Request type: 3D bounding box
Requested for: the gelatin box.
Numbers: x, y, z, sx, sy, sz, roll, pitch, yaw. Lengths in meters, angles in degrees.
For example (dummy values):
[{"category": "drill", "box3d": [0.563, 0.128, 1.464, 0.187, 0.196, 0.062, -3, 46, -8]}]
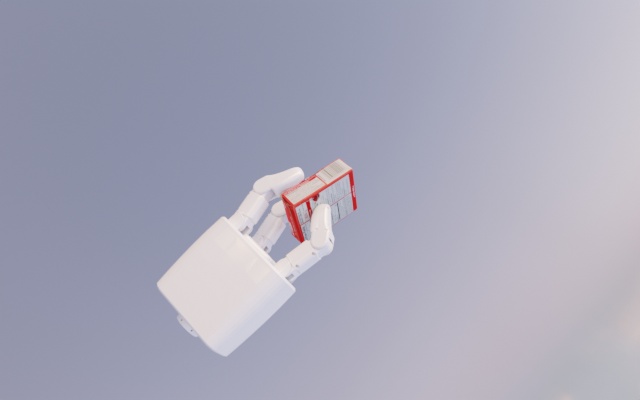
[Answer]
[{"category": "gelatin box", "box3d": [0.001, 0.002, 0.575, 0.089, 0.073, 0.030, -33, 51, -18]}]
